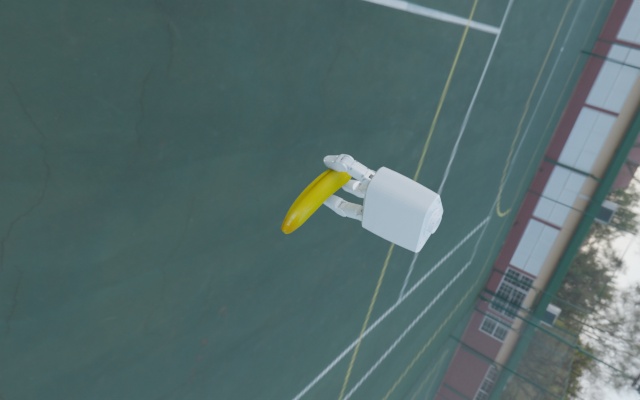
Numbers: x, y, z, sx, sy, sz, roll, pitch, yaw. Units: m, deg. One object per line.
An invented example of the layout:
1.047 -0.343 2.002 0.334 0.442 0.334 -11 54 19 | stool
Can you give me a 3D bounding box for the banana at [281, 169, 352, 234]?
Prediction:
0.005 -0.013 0.808 0.037 0.070 0.197 29 42 22 | banana
